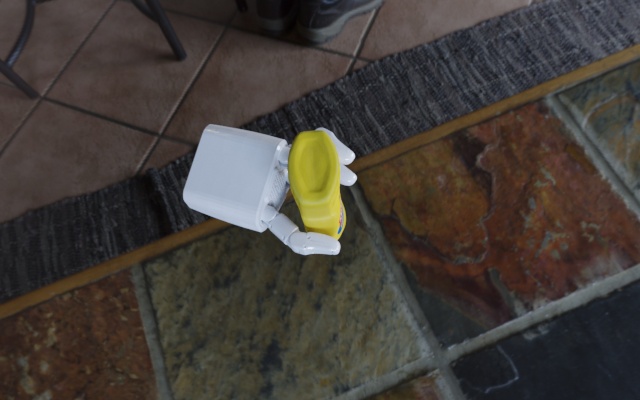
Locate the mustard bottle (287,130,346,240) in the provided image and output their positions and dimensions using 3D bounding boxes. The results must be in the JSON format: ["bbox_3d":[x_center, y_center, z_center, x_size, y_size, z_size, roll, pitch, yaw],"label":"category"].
[{"bbox_3d":[0.000,0.002,0.598,0.058,0.096,0.192,-7,-26,2],"label":"mustard bottle"}]
